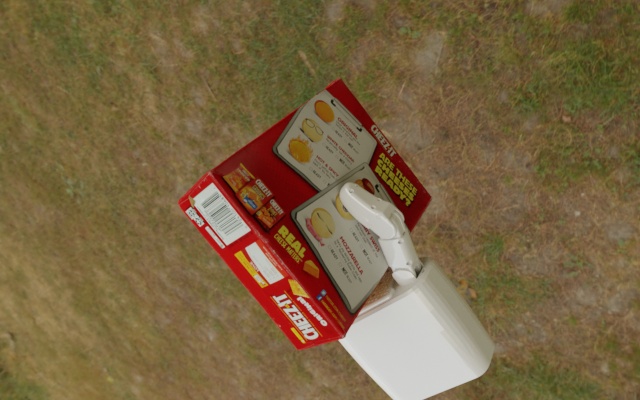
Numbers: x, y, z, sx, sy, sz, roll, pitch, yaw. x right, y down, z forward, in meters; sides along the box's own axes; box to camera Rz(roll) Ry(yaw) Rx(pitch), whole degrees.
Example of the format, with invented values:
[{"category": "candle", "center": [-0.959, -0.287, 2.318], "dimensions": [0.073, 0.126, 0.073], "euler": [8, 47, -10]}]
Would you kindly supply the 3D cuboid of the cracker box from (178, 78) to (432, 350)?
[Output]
[{"category": "cracker box", "center": [0.000, 0.001, 0.447], "dimensions": [0.072, 0.164, 0.213], "euler": [-31, 11, 43]}]
